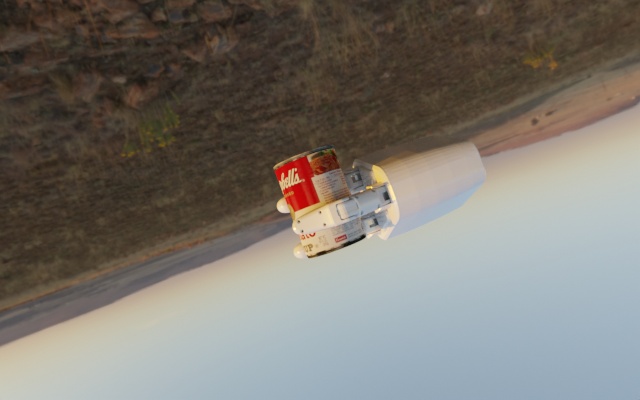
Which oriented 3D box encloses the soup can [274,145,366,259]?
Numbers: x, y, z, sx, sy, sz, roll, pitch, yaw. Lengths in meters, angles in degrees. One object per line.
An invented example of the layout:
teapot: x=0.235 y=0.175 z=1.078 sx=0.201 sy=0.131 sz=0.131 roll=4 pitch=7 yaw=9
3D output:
soup can: x=0.000 y=0.002 z=0.500 sx=0.068 sy=0.102 sz=0.068 roll=-20 pitch=-1 yaw=0
